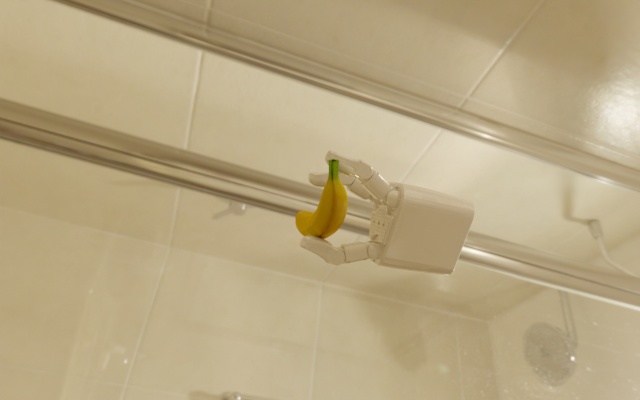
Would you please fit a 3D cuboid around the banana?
[{"bbox_3d":[0.001,0.018,0.625,0.037,0.069,0.198,7,-23,-15],"label":"banana"}]
